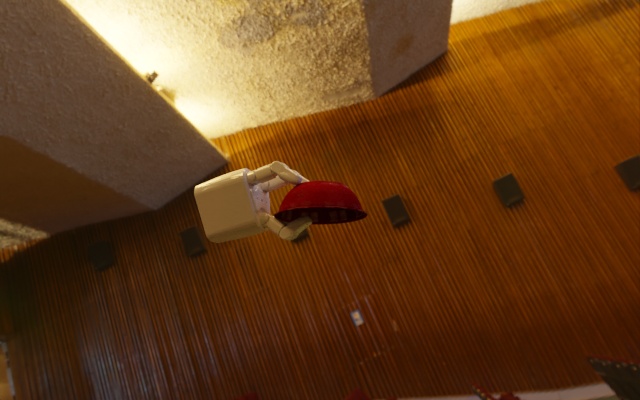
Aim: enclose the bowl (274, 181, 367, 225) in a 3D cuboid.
[{"bbox_3d":[0.001,0.002,0.831,0.162,0.055,0.162,0,-12,0],"label":"bowl"}]
